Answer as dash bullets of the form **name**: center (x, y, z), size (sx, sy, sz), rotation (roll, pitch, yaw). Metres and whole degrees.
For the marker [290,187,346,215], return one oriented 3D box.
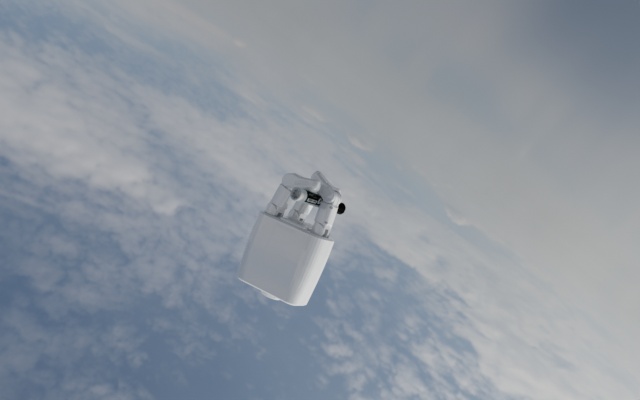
- **marker**: center (0.000, 0.002, 0.690), size (0.020, 0.020, 0.121), rotation (0, -11, 35)
